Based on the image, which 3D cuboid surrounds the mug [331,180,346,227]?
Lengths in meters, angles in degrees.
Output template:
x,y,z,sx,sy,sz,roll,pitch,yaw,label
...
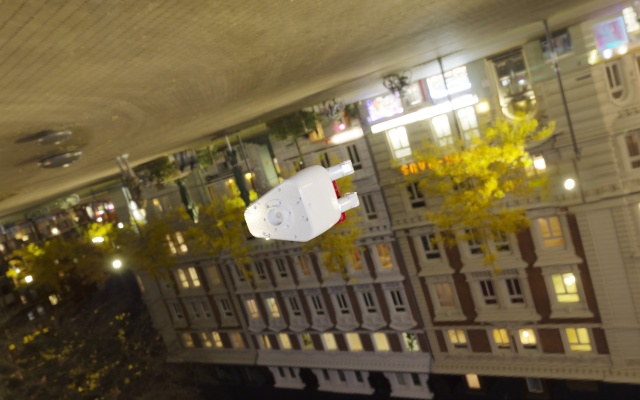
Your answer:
x,y,z,sx,sy,sz,roll,pitch,yaw,label
0.001,0.003,0.832,0.093,0.081,0.117,-14,7,26,mug
